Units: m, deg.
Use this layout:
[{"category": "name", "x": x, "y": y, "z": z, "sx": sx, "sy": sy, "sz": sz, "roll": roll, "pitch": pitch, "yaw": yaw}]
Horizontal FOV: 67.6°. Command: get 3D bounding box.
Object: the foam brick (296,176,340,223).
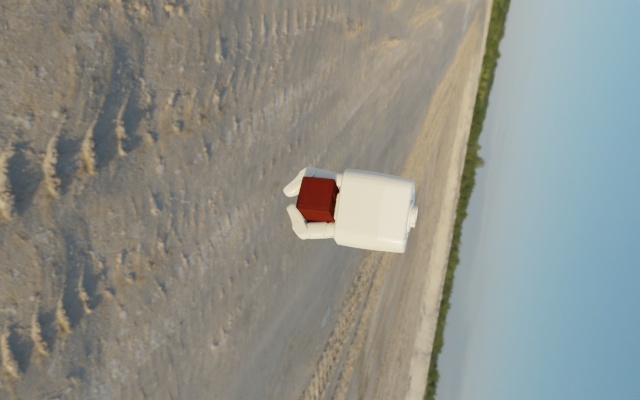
[{"category": "foam brick", "x": 0.000, "y": 0.002, "z": 0.733, "sx": 0.051, "sy": 0.053, "sz": 0.078, "roll": 6, "pitch": -18, "yaw": 15}]
